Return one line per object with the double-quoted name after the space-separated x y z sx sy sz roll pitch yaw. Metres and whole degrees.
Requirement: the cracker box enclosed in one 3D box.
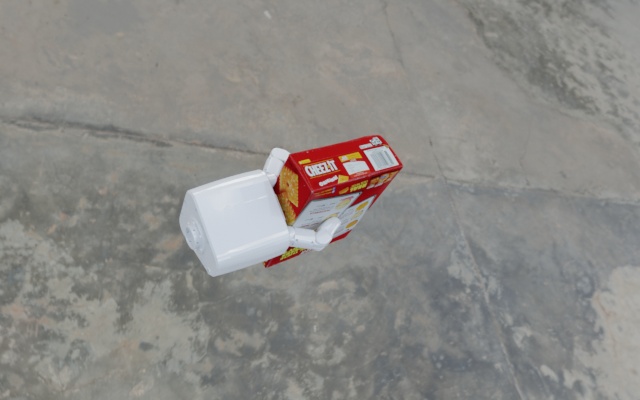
0.000 0.002 0.714 0.164 0.072 0.214 -17 -24 -33 "cracker box"
